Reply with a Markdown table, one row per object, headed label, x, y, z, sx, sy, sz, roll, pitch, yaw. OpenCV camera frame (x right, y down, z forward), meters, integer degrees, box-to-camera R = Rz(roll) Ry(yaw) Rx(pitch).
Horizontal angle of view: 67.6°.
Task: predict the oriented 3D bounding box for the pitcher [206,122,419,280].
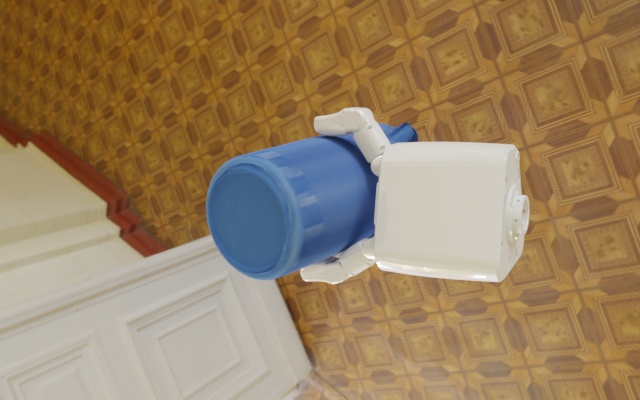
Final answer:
| label | x | y | z | sx | sy | sz | roll | pitch | yaw |
| --- | --- | --- | --- | --- | --- | --- | --- | --- | --- |
| pitcher | 0.000 | 0.002 | 0.495 | 0.145 | 0.149 | 0.243 | 3 | 13 | 34 |
